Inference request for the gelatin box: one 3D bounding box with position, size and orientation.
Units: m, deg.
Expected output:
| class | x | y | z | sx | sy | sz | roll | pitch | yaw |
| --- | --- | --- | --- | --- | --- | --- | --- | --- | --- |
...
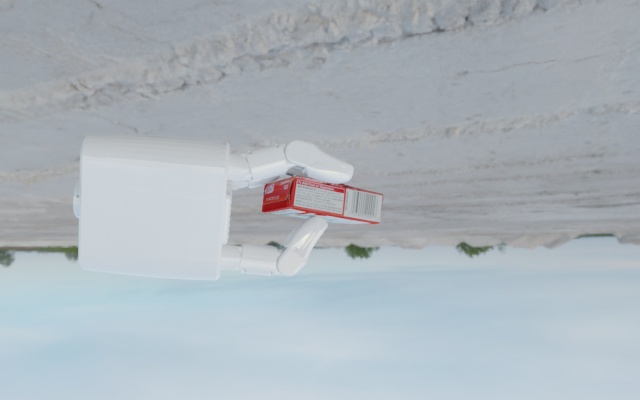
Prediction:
| class | x | y | z | sx | sy | sz | roll | pitch | yaw |
| --- | --- | --- | --- | --- | --- | --- | --- | --- | --- |
| gelatin box | 0.000 | 0.002 | 0.432 | 0.089 | 0.030 | 0.073 | 11 | -8 | -23 |
